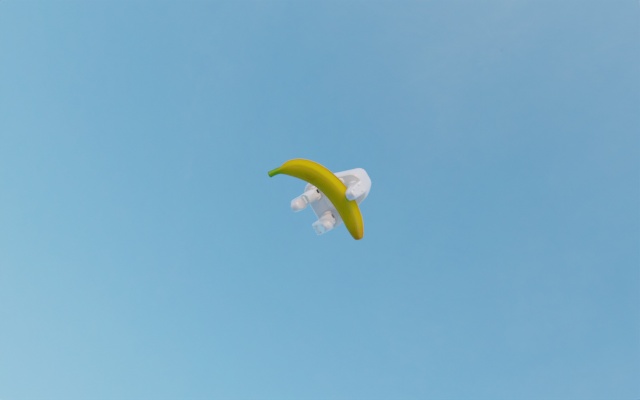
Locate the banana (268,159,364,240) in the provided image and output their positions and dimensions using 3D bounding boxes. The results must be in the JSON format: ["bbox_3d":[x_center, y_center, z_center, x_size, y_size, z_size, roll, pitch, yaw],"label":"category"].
[{"bbox_3d":[0.008,-0.014,0.822,0.198,0.069,0.037,36,8,0],"label":"banana"}]
